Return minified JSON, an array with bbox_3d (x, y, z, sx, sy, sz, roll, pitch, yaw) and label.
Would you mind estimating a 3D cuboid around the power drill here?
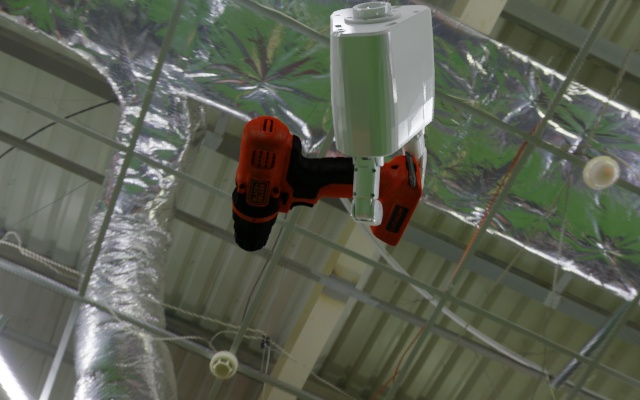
[{"bbox_3d":[0.001,0.002,0.511,0.187,0.057,0.185,7,-42,-9],"label":"power drill"}]
